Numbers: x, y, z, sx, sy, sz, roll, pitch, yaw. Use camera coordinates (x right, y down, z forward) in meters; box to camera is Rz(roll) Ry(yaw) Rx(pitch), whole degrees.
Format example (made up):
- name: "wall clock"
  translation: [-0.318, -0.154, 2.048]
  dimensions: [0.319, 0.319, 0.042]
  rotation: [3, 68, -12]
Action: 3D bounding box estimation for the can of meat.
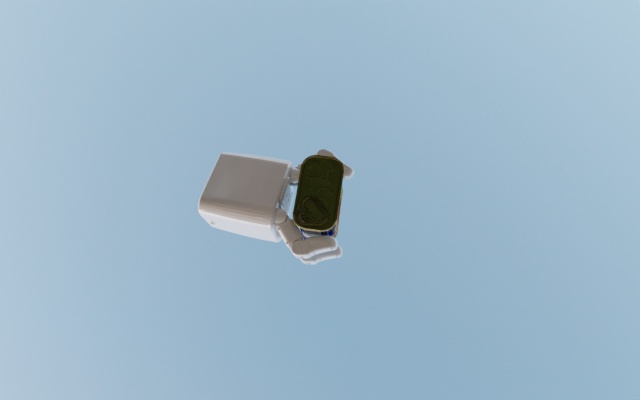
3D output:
- name: "can of meat"
  translation: [0.000, 0.002, 0.650]
  dimensions: [0.057, 0.102, 0.084]
  rotation: [7, -18, 6]
